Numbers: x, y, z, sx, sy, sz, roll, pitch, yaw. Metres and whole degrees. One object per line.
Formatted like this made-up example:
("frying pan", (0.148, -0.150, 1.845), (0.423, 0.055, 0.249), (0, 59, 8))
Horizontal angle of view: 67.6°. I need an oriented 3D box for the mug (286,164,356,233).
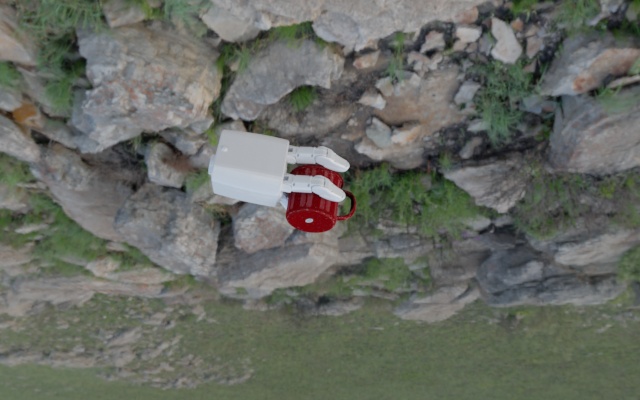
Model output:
("mug", (0.002, 0.003, 0.780), (0.117, 0.081, 0.093), (11, -31, -5))
